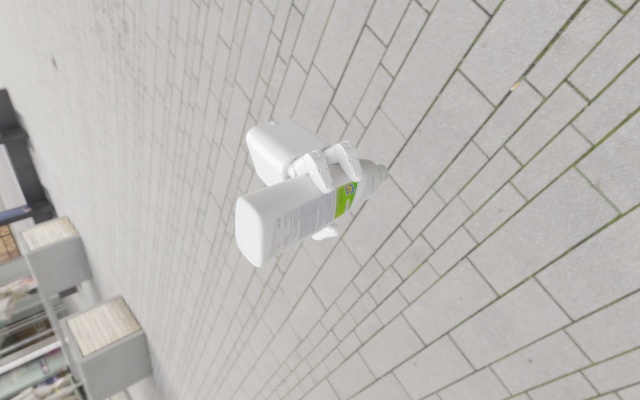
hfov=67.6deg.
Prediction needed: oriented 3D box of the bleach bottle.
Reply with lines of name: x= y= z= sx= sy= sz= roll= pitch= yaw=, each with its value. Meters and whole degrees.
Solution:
bleach bottle: x=0.000 y=0.002 z=0.697 sx=0.251 sy=0.103 sz=0.068 roll=-23 pitch=47 yaw=-33
